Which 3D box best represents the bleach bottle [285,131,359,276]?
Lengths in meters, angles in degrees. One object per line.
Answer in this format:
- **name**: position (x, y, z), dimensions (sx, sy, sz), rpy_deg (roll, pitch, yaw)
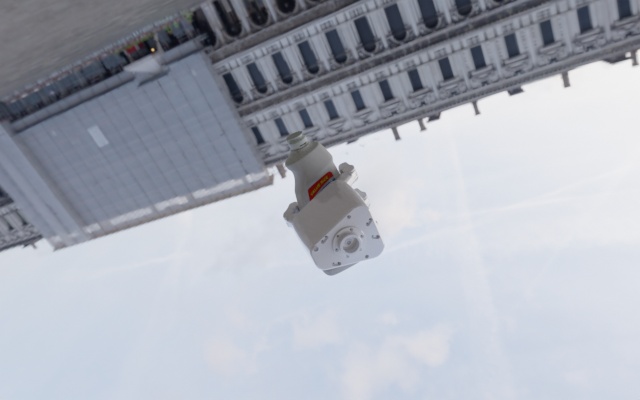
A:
- **bleach bottle**: position (0.000, 0.003, 0.812), dimensions (0.102, 0.251, 0.068), rpy_deg (-28, 25, -5)
